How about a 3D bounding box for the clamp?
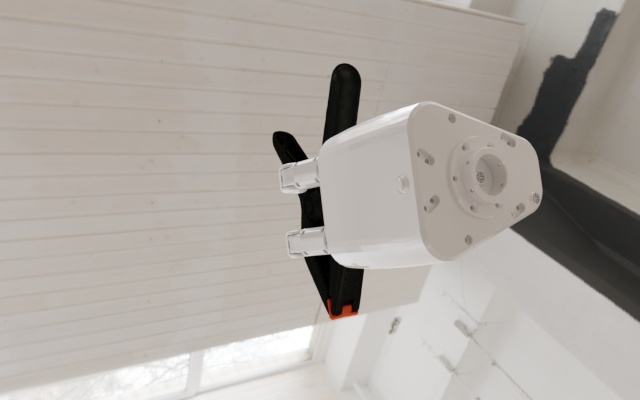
[{"bbox_3d":[0.001,0.002,0.446,0.036,0.210,0.164,-5,-5,-26],"label":"clamp"}]
